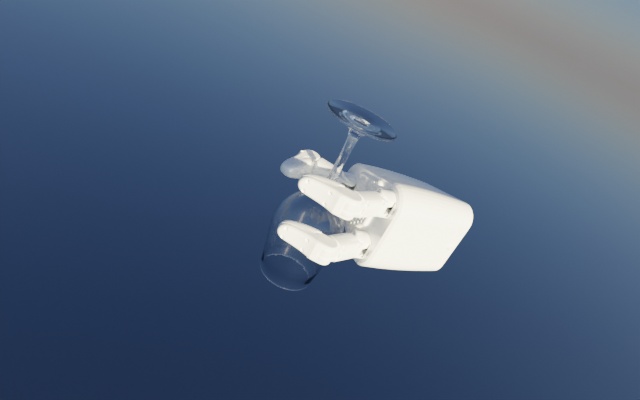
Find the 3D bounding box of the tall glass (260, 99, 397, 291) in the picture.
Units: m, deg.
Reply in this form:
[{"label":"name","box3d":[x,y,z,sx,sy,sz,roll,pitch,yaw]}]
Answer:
[{"label":"tall glass","box3d":[0.000,0.001,0.497,0.079,0.201,0.079,21,28,-12]}]
